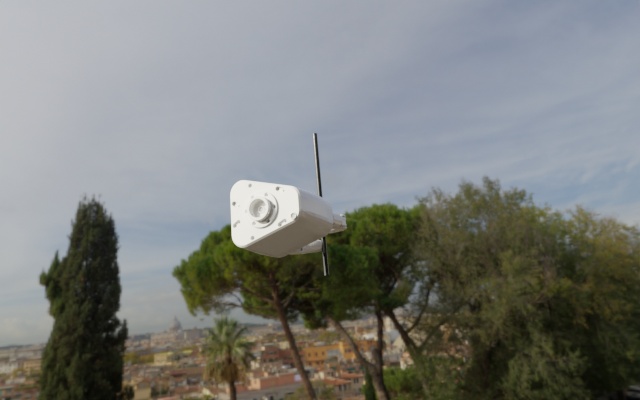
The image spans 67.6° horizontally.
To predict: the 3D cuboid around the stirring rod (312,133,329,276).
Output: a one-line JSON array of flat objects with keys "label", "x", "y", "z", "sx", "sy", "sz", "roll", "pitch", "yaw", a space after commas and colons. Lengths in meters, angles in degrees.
[{"label": "stirring rod", "x": 0.000, "y": 0.003, "z": 0.786, "sx": 0.011, "sy": 0.239, "sz": 0.011, "roll": -5, "pitch": -14, "yaw": -1}]
